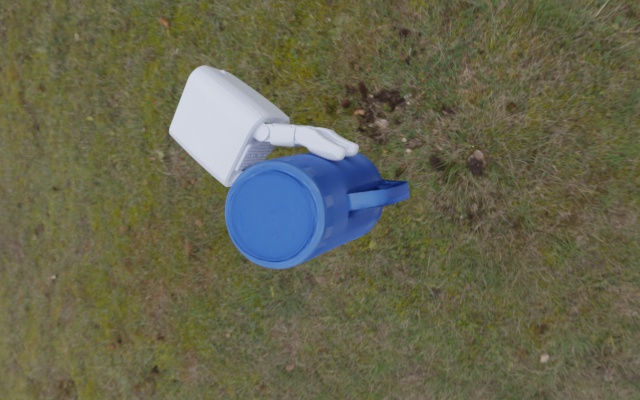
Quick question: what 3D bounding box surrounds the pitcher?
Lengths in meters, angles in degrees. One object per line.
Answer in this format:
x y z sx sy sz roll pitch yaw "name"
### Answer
0.000 0.002 0.567 0.145 0.149 0.243 42 16 10 "pitcher"
